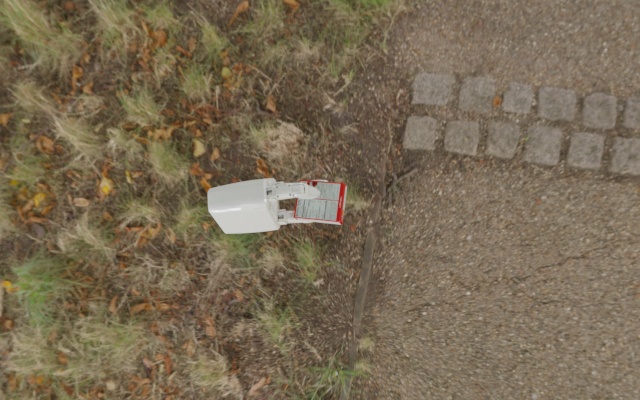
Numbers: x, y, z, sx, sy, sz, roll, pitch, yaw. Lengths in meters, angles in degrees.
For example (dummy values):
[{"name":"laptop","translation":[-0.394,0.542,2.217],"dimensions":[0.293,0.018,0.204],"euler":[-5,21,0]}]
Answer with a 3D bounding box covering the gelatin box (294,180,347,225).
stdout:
[{"name":"gelatin box","translation":[0.000,0.003,0.871],"dimensions":[0.089,0.073,0.030],"euler":[5,-12,14]}]
